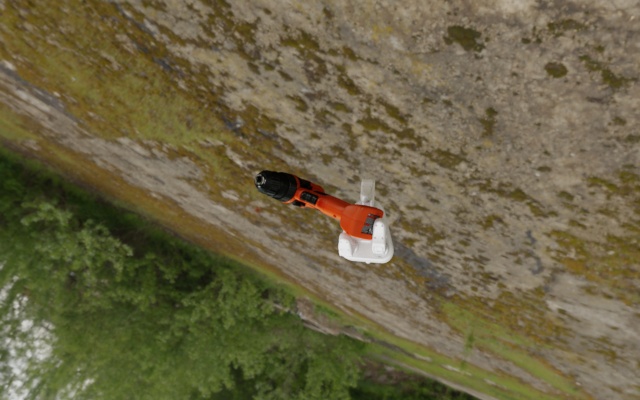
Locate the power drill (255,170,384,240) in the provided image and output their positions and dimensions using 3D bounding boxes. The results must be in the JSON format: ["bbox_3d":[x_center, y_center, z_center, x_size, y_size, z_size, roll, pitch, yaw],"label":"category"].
[{"bbox_3d":[0.001,0.003,0.813,0.187,0.057,0.184,26,7,32],"label":"power drill"}]
